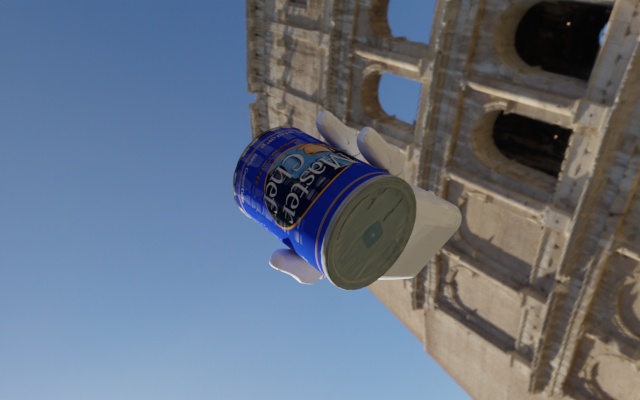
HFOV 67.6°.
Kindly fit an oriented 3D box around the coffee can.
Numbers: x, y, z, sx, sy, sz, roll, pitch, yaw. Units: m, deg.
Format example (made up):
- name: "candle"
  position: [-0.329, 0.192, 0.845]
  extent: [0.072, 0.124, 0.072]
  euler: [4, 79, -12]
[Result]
- name: "coffee can"
  position: [0.000, 0.002, 0.434]
  extent: [0.103, 0.103, 0.140]
  euler: [0, 23, -43]
